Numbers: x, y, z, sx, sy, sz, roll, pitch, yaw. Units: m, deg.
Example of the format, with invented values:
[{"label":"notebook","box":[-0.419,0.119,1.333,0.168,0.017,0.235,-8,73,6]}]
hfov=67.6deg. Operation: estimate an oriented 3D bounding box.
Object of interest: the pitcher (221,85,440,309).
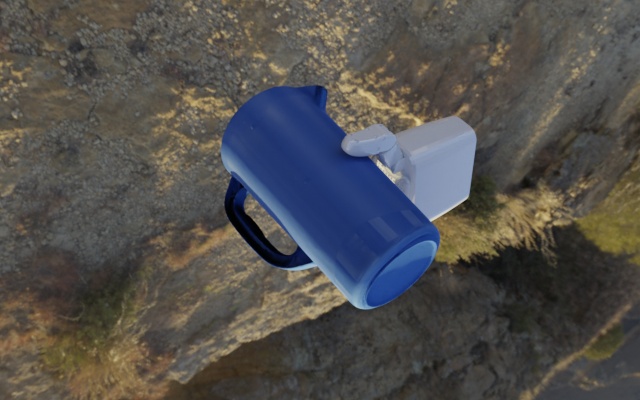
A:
[{"label":"pitcher","box":[0.000,0.002,0.511,0.145,0.149,0.242,-23,53,-28]}]
